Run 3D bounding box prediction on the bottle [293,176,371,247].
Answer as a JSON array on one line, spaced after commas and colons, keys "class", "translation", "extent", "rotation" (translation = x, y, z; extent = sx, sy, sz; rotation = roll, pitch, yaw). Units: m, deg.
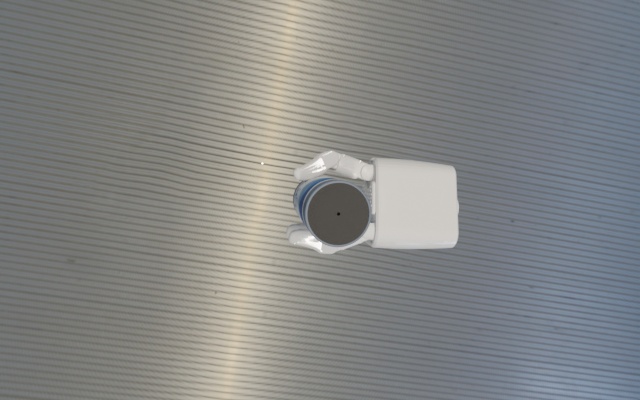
[{"class": "bottle", "translation": [0.000, 0.002, 0.613], "extent": [0.069, 0.069, 0.295], "rotation": [0, 4, -7]}]
